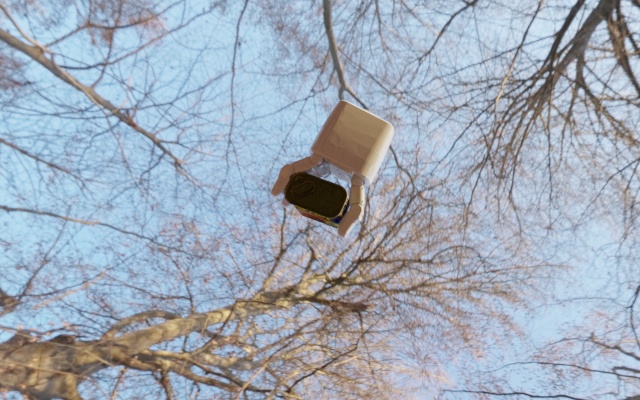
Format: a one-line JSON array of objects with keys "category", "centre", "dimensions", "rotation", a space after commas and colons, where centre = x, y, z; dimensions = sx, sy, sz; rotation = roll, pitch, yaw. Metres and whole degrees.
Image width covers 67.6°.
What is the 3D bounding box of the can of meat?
[{"category": "can of meat", "centre": [0.000, 0.003, 0.799], "dimensions": [0.102, 0.057, 0.084], "rotation": [21, -12, 18]}]
